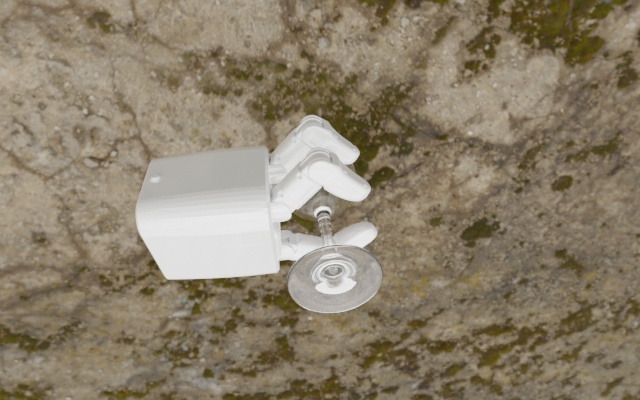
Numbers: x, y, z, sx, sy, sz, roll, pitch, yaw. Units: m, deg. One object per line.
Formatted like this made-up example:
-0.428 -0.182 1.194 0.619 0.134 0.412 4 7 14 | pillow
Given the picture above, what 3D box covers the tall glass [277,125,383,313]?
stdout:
0.000 0.002 0.441 0.079 0.079 0.201 0 37 -8 | tall glass
